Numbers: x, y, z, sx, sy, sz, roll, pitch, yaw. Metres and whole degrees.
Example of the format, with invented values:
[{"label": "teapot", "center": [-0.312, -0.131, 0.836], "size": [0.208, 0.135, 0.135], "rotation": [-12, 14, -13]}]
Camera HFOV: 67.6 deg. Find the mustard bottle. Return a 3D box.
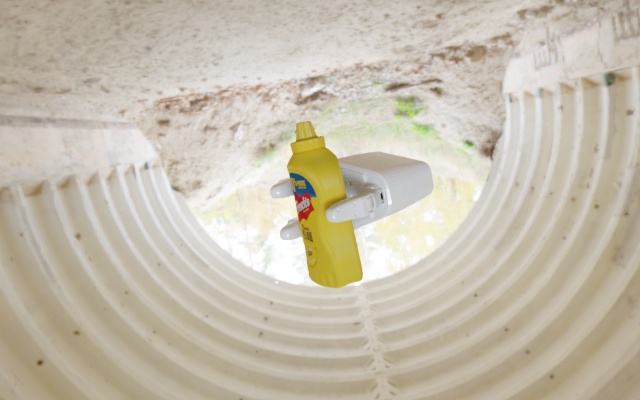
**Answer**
[{"label": "mustard bottle", "center": [0.000, 0.002, 0.566], "size": [0.058, 0.191, 0.096], "rotation": [-14, 8, -19]}]
